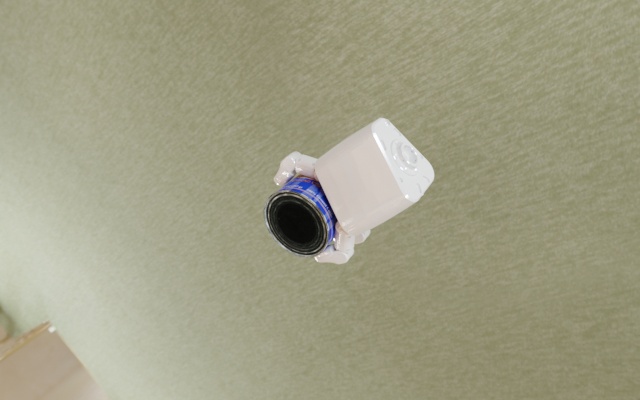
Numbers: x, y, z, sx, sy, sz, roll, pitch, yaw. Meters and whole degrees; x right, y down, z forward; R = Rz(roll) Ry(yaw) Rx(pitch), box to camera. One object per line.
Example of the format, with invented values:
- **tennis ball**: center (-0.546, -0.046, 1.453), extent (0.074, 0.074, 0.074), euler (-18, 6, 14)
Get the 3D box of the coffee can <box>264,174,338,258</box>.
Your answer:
- **coffee can**: center (0.000, 0.002, 0.688), extent (0.103, 0.103, 0.140), euler (0, 26, 33)
